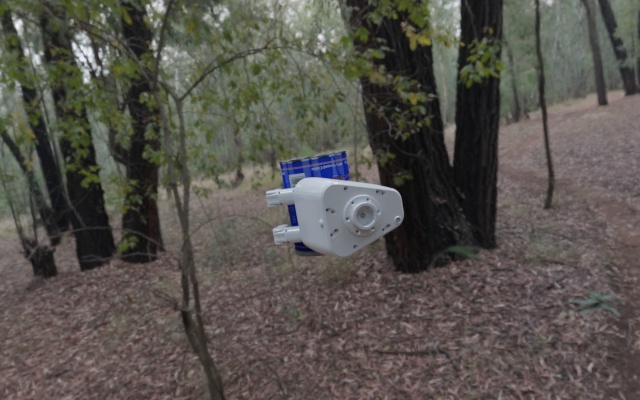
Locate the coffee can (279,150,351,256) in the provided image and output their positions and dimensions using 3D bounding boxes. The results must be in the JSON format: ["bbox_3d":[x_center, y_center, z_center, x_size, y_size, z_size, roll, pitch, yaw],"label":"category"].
[{"bbox_3d":[0.000,0.002,0.716,0.103,0.140,0.103,-10,7,1],"label":"coffee can"}]
